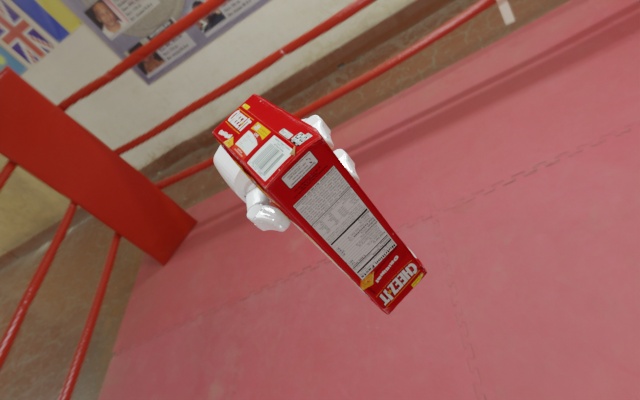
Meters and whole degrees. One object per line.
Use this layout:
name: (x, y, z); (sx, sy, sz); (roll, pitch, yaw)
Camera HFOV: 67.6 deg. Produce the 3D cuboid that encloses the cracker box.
cracker box: (0.000, 0.002, 0.498); (0.214, 0.072, 0.164); (48, -4, -36)
